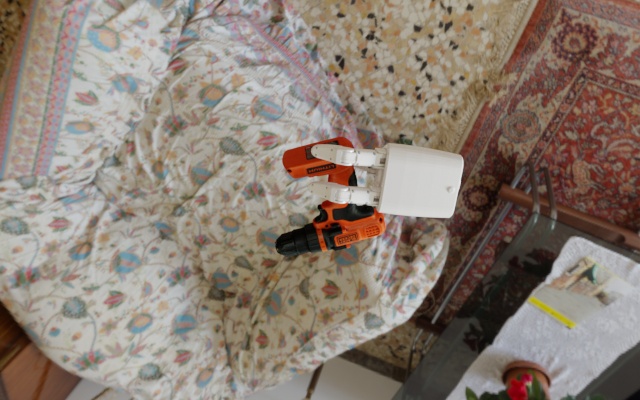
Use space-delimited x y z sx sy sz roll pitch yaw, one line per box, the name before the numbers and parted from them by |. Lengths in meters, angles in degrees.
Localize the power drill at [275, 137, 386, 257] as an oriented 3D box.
power drill | 0.000 0.002 0.742 0.184 0.188 0.057 -15 39 1
